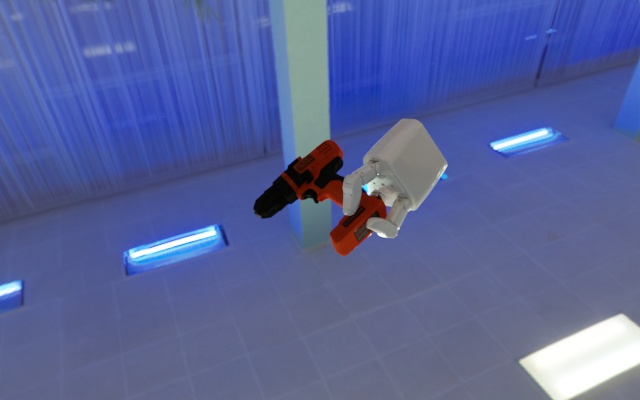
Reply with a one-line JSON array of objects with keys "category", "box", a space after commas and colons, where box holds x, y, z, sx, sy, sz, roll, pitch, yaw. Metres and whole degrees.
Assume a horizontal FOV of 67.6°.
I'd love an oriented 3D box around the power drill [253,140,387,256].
[{"category": "power drill", "box": [0.001, 0.003, 0.777, 0.187, 0.184, 0.057, 44, -8, 34]}]
